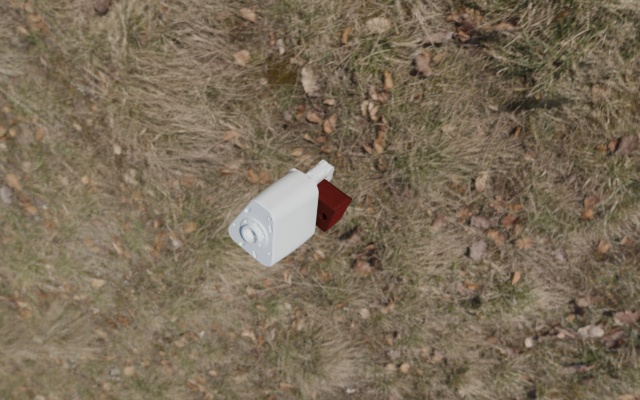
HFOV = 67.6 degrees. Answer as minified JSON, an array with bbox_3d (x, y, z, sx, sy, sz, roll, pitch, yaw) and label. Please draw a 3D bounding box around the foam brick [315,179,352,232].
[{"bbox_3d":[0.000,0.003,0.775,0.078,0.053,0.051,37,41,14],"label":"foam brick"}]
